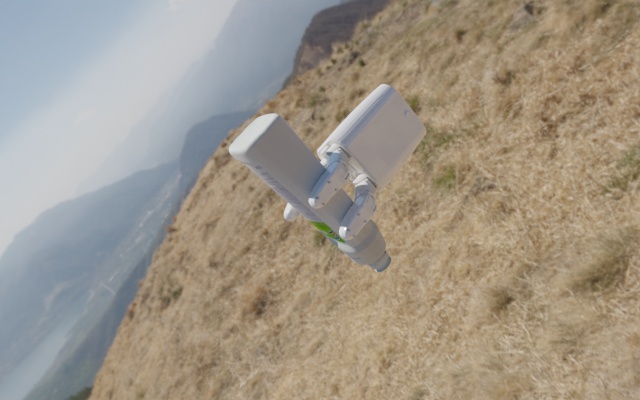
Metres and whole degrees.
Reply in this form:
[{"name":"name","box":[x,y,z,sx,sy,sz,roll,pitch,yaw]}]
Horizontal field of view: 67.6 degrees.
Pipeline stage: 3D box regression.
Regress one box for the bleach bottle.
[{"name":"bleach bottle","box":[0.000,0.002,0.610,0.251,0.068,0.102,46,-12,-21]}]
